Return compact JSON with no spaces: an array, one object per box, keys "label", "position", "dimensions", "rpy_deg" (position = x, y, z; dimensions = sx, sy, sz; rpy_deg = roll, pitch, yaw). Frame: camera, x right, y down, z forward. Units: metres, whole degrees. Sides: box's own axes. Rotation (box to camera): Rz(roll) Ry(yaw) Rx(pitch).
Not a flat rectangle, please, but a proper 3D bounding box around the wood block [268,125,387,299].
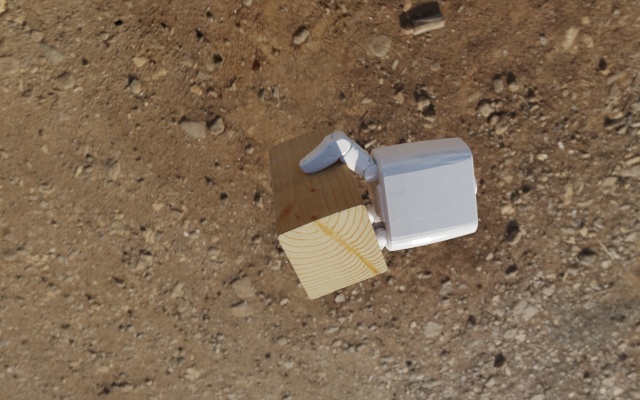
[{"label":"wood block","position":[0.000,0.002,0.557],"dimensions":[0.090,0.091,0.206],"rpy_deg":[-21,31,3]}]
